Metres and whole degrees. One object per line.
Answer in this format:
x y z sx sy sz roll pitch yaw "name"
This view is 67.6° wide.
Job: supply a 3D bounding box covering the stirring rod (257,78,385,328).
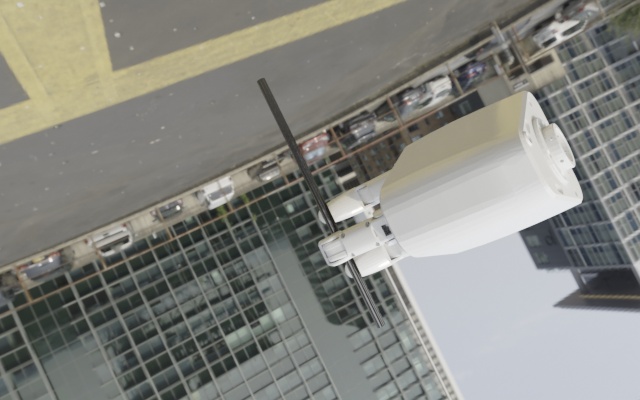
0.000 0.001 0.419 0.011 0.239 0.011 -26 -2 -1 "stirring rod"
